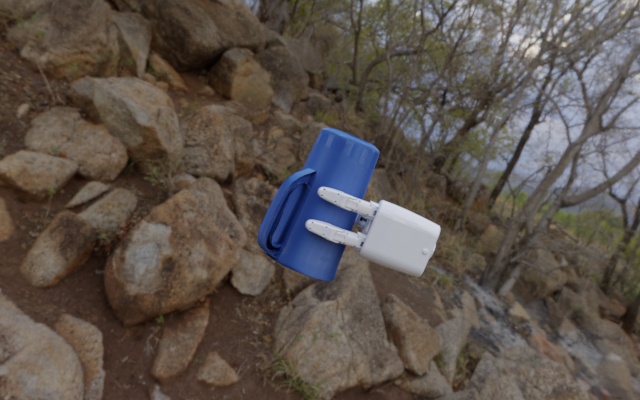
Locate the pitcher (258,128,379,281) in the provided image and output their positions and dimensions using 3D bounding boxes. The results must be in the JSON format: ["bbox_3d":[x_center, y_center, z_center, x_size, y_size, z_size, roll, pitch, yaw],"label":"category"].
[{"bbox_3d":[0.000,0.003,0.810,0.145,0.243,0.149,23,4,0],"label":"pitcher"}]
